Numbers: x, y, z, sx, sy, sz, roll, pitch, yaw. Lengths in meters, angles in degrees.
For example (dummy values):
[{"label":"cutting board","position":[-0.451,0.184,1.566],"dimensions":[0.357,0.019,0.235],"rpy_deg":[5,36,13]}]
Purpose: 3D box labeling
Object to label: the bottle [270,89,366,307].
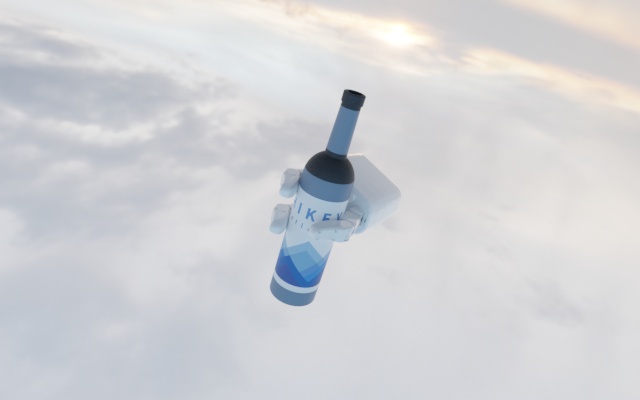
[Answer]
[{"label":"bottle","position":[0.000,0.002,0.618],"dimensions":[0.069,0.296,0.069],"rpy_deg":[14,25,-7]}]
